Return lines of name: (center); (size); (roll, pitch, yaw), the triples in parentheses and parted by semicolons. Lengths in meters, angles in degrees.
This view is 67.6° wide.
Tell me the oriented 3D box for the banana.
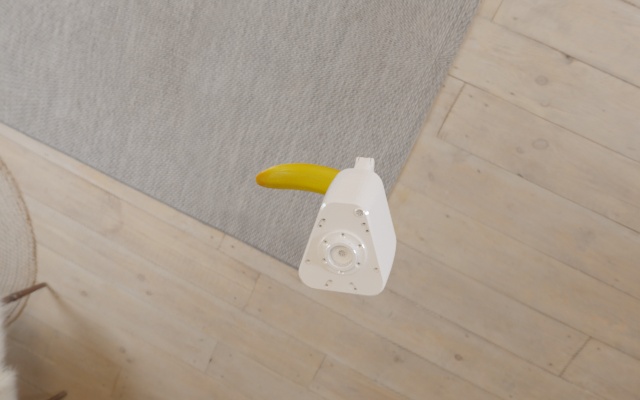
banana: (0.010, -0.012, 0.637); (0.198, 0.070, 0.037); (24, 25, 1)
